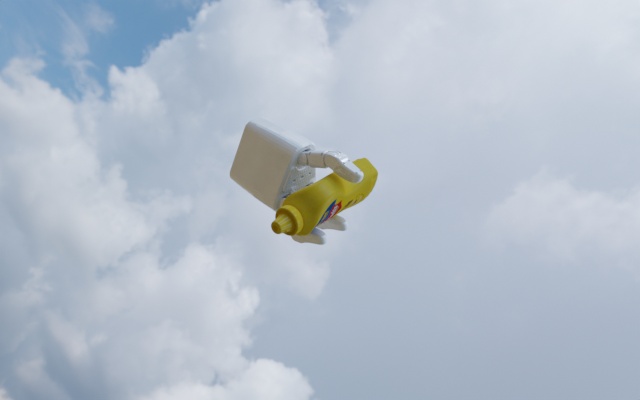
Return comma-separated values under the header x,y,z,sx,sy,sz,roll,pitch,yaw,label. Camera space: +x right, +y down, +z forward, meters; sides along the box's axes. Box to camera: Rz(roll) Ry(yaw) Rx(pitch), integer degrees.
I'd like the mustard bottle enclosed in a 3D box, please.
x,y,z,sx,sy,sz,roll,pitch,yaw,label
0.001,0.002,0.684,0.191,0.058,0.096,-29,-13,-45,mustard bottle
